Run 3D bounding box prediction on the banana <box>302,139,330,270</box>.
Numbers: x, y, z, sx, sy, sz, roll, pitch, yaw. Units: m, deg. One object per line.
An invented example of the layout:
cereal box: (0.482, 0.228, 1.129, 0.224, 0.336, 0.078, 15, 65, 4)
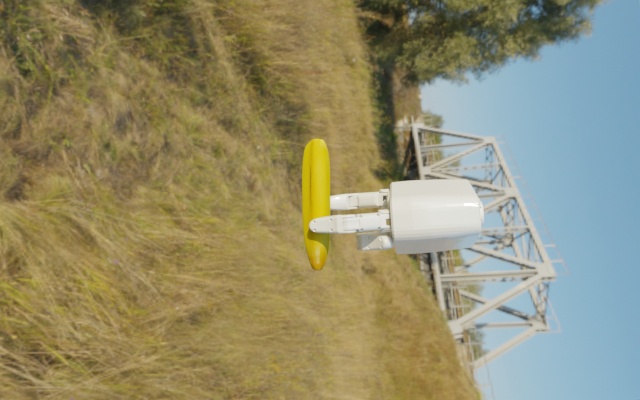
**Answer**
banana: (-0.003, -0.009, 0.643, 0.037, 0.197, 0.070, -4, -25, 10)
